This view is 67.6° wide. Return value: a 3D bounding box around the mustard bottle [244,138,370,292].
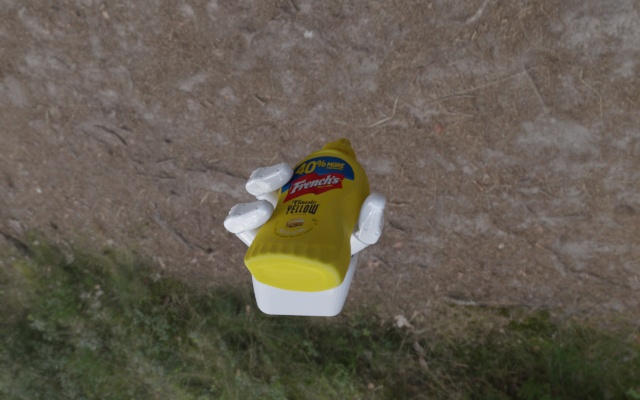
[{"bbox_3d":[0.000,0.002,0.495,0.096,0.058,0.191,-2,44,26],"label":"mustard bottle"}]
